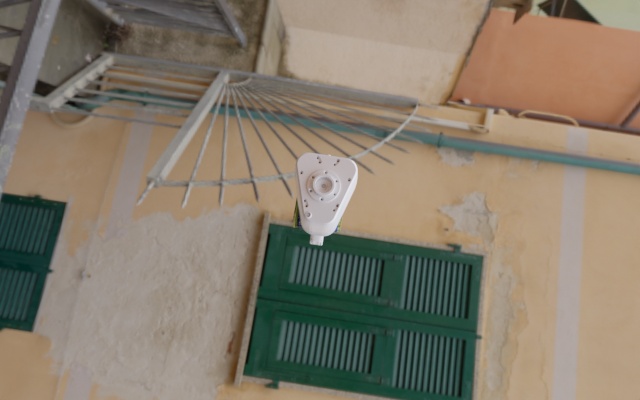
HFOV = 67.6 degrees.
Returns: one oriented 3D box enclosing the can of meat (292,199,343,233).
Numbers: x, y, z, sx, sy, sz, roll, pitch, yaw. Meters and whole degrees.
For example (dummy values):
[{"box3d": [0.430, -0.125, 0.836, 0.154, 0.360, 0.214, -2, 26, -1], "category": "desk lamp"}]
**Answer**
[{"box3d": [0.000, 0.003, 0.849, 0.084, 0.102, 0.057, 9, -15, 1], "category": "can of meat"}]
